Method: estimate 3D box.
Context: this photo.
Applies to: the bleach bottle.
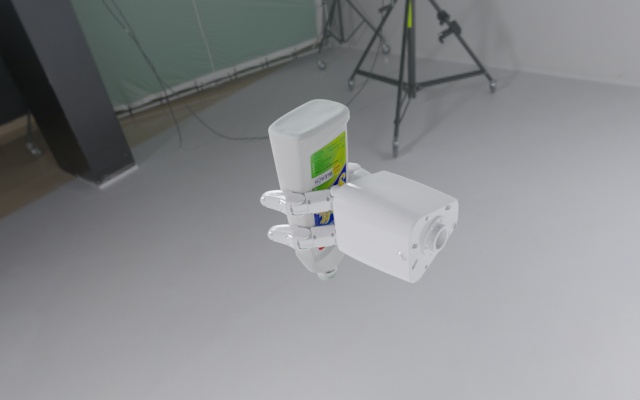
[{"bbox_3d":[0.000,0.002,0.635,0.068,0.251,0.102,23,47,37],"label":"bleach bottle"}]
